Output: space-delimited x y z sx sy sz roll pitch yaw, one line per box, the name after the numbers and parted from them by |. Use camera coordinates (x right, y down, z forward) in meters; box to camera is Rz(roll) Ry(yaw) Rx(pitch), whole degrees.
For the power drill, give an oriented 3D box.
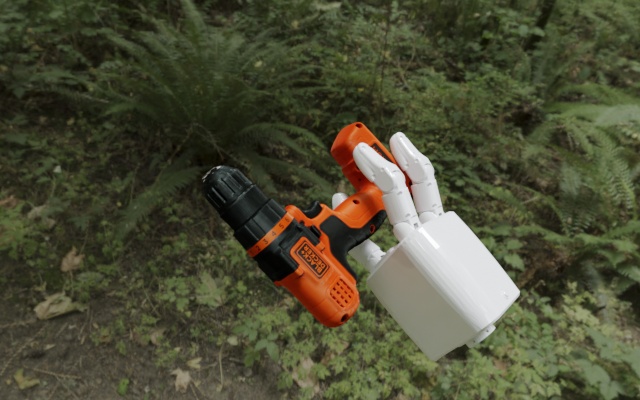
0.001 0.001 0.476 0.187 0.184 0.057 -47 9 -35 | power drill
